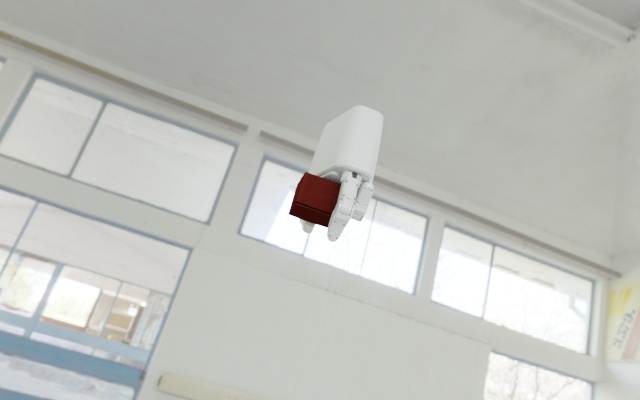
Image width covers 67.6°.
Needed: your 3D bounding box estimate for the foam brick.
[{"bbox_3d":[0.000,0.002,0.683,0.078,0.051,0.053,19,-24,-10],"label":"foam brick"}]
